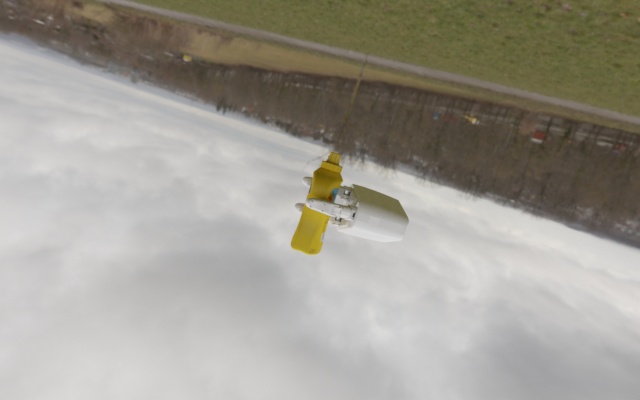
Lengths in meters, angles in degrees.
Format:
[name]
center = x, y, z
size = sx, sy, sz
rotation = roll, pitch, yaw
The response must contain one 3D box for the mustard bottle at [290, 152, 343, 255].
[mustard bottle]
center = 0.000, 0.003, 0.896
size = 0.058, 0.191, 0.096
rotation = 19, 6, 11
